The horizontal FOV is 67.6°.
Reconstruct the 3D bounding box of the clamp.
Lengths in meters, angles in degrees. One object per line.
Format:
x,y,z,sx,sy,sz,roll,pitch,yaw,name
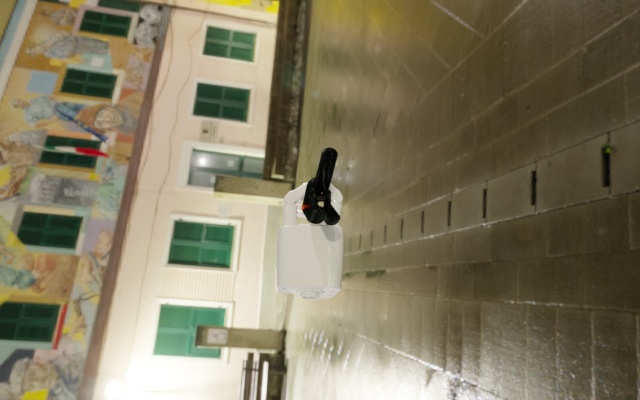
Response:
-0.001,0.002,0.780,0.039,0.120,0.171,6,-24,-9,clamp
